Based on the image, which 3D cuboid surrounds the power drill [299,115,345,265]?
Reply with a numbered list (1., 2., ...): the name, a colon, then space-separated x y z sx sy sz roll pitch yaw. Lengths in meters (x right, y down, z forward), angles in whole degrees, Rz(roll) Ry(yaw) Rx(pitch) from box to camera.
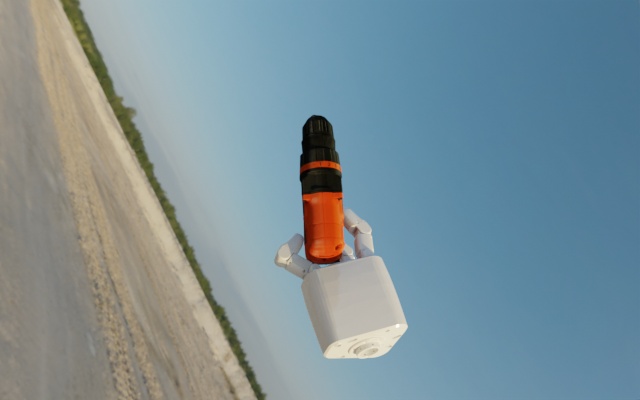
1. power drill: 0.000 0.003 0.649 0.057 0.184 0.188 -2 -20 1
